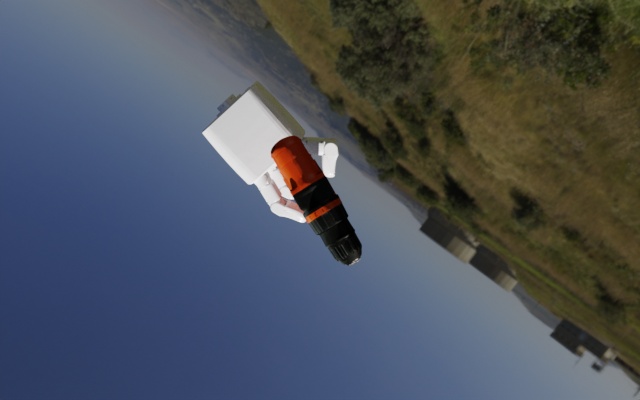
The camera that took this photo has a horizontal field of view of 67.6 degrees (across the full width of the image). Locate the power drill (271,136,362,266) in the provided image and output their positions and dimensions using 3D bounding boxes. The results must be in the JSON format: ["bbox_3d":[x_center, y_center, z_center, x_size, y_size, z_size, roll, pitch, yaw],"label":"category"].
[{"bbox_3d":[0.000,0.002,0.682,0.057,0.184,0.187,-29,-2,0],"label":"power drill"}]
